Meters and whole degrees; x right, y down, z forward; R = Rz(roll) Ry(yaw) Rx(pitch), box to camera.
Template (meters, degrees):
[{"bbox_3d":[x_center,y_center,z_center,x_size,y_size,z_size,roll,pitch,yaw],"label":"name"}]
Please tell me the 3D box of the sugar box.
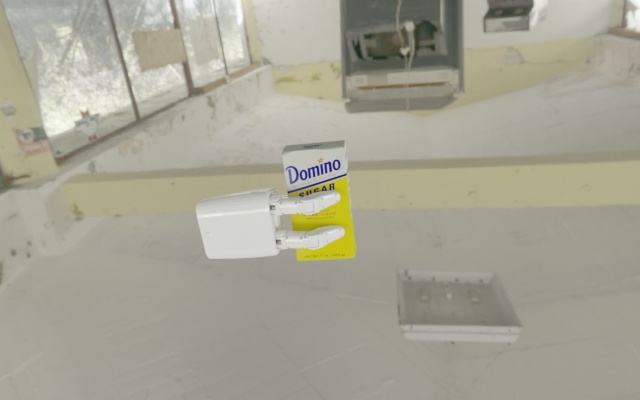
[{"bbox_3d":[0.000,0.003,0.718,0.093,0.176,0.048,-5,23,7],"label":"sugar box"}]
